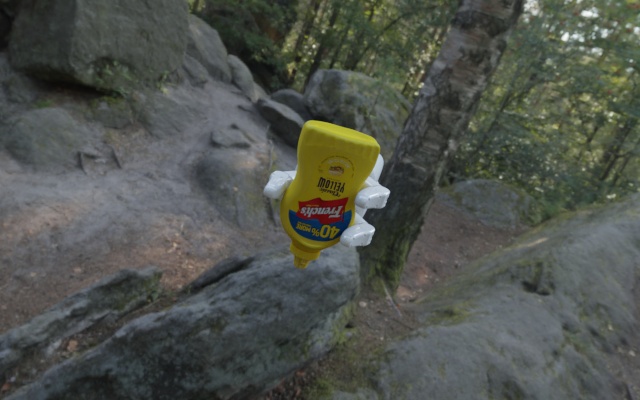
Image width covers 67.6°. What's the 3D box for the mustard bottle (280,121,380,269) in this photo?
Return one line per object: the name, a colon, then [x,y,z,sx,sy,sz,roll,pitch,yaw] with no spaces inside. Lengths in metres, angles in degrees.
mustard bottle: [0.000,0.002,0.605,0.096,0.192,0.058,13,22,-14]
